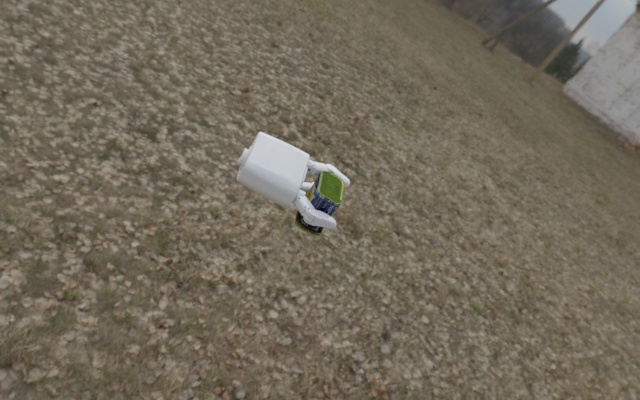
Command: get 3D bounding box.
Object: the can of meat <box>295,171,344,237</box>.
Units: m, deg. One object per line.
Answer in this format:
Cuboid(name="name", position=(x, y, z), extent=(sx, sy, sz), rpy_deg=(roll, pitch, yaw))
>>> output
Cuboid(name="can of meat", position=(0.000, 0.003, 0.897), extent=(0.057, 0.084, 0.102), rpy_deg=(28, 30, -11))
